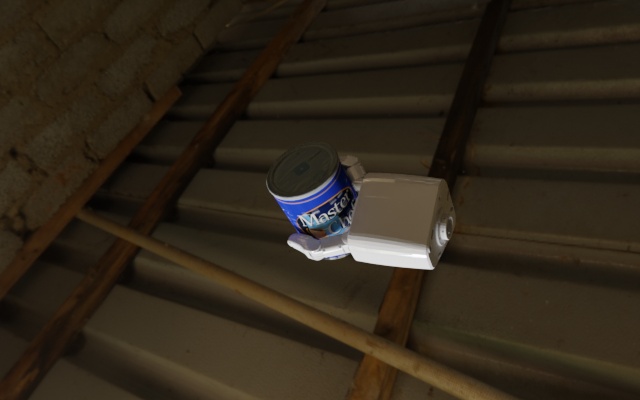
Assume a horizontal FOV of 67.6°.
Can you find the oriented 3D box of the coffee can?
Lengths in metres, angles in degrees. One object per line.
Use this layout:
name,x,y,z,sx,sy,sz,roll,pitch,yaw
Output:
coffee can,0.000,0.002,0.673,0.103,0.102,0.140,0,-40,29
